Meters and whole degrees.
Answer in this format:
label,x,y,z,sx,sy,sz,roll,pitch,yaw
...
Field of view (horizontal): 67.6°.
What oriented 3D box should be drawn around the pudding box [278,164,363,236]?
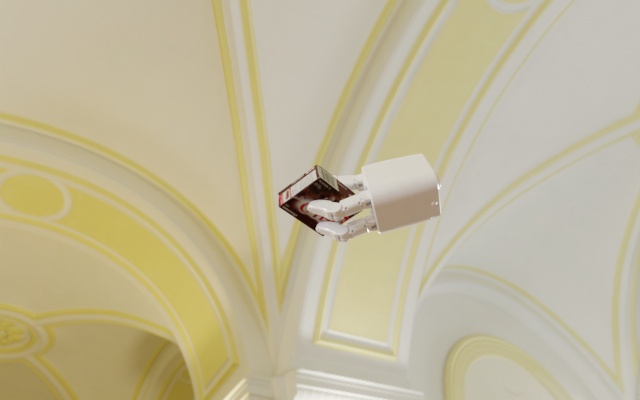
label,x,y,z,sx,sy,sz,roll,pitch,yaw
pudding box,0.000,0.002,0.786,0.090,0.039,0.113,-36,-52,24
